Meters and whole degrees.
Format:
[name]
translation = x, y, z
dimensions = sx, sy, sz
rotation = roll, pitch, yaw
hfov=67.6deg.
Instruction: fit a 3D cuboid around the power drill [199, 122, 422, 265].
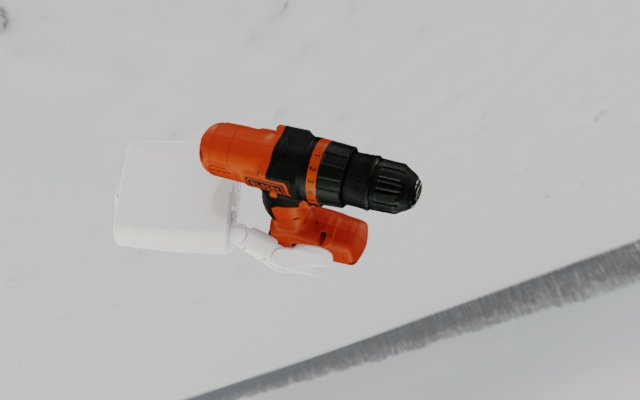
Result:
[power drill]
translation = 0.000, 0.002, 0.442
dimensions = 0.184, 0.057, 0.188
rotation = 15, -23, 17
